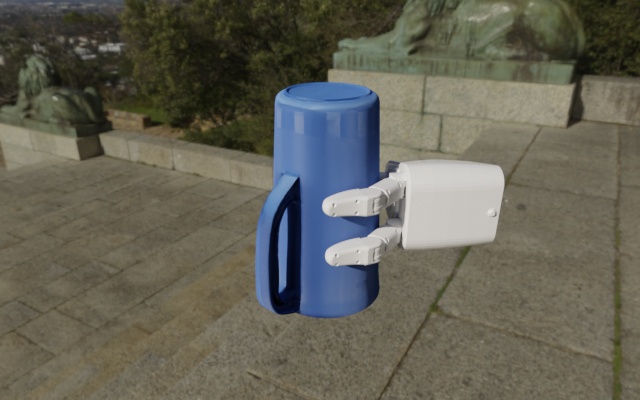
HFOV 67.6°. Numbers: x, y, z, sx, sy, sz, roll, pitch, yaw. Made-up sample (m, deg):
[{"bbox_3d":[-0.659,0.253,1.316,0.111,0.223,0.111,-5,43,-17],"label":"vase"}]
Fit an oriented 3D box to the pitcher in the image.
[{"bbox_3d":[0.000,0.002,0.528,0.145,0.243,0.149,-2,24,-5],"label":"pitcher"}]
